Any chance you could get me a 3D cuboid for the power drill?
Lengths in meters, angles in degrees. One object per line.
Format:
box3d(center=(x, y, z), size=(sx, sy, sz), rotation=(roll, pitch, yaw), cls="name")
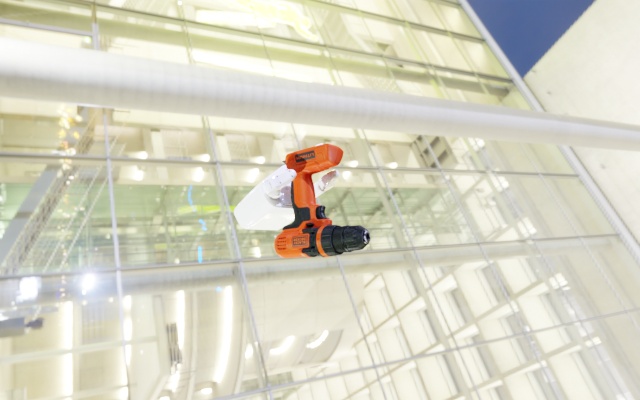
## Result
box3d(center=(0.000, 0.002, 0.807), size=(0.184, 0.187, 0.057), rotation=(-9, -18, 34), cls="power drill")
